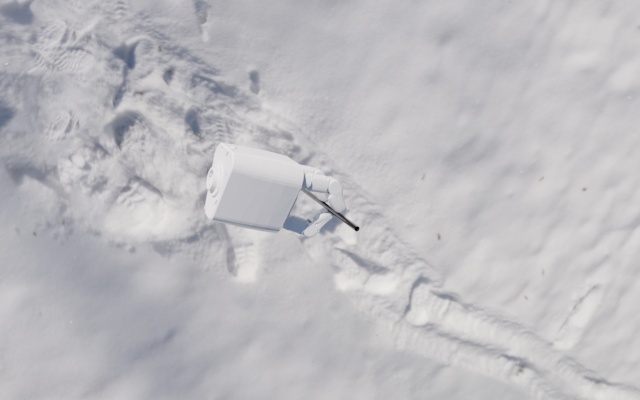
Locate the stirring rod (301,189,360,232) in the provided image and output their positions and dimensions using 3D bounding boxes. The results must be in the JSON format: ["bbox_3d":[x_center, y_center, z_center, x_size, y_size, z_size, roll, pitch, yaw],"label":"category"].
[{"bbox_3d":[0.000,0.002,0.766,0.011,0.011,0.239,0,18,-26],"label":"stirring rod"}]
